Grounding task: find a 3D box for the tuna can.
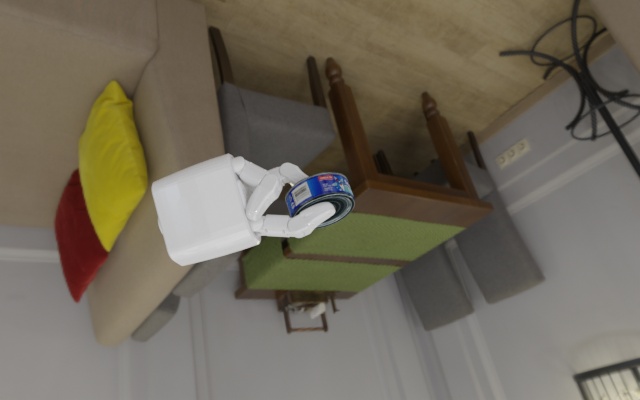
[{"bbox_3d":[0.000,0.002,0.611,0.086,0.033,0.086,-15,-29,-8],"label":"tuna can"}]
